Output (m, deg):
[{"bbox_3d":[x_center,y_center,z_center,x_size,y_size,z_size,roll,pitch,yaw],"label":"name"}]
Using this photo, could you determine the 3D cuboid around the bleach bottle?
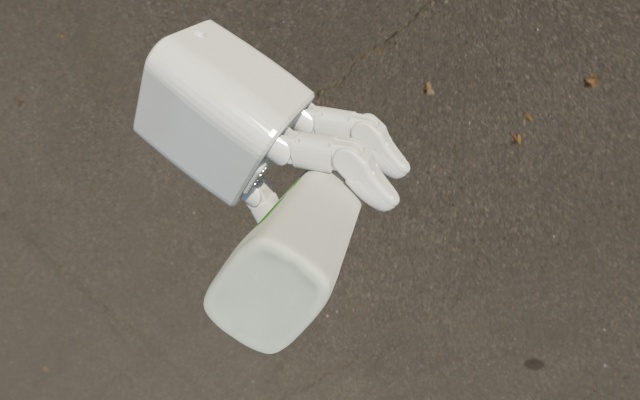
[{"bbox_3d":[0.000,0.001,0.403,0.068,0.103,0.250,36,35,-4],"label":"bleach bottle"}]
